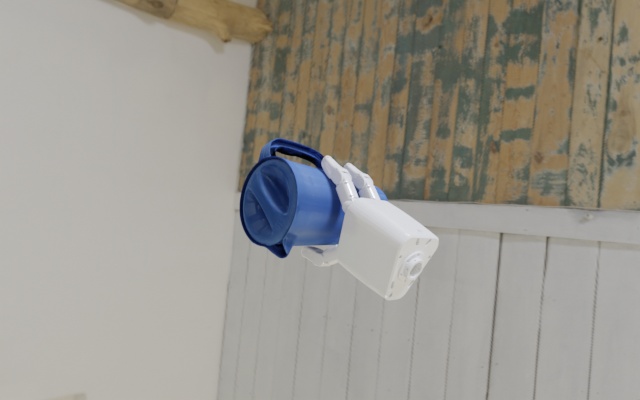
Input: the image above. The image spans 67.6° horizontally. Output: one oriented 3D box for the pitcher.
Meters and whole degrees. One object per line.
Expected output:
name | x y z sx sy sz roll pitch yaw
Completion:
pitcher | 0.000 0.003 0.775 0.243 0.149 0.145 8 19 -46
